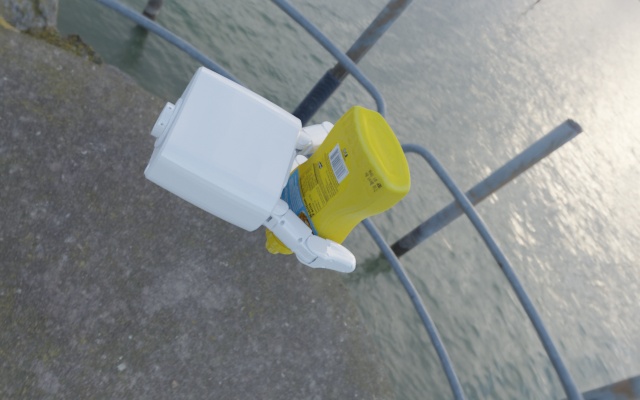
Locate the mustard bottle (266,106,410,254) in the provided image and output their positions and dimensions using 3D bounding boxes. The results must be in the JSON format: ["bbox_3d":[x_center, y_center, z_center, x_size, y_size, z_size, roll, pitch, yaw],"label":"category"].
[{"bbox_3d":[0.001,0.002,0.476,0.058,0.096,0.192,7,-37,-40],"label":"mustard bottle"}]
